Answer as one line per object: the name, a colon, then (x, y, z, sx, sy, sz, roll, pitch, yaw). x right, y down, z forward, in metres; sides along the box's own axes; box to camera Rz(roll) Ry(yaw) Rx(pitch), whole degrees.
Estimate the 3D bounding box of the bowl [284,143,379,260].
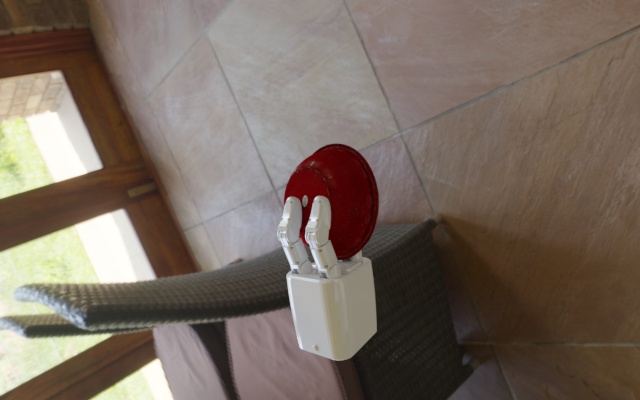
bowl: (0.000, 0.001, 0.642, 0.055, 0.162, 0.162, 0, 0, -43)
